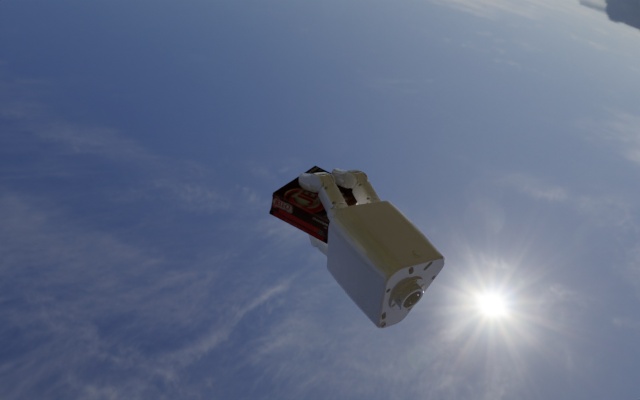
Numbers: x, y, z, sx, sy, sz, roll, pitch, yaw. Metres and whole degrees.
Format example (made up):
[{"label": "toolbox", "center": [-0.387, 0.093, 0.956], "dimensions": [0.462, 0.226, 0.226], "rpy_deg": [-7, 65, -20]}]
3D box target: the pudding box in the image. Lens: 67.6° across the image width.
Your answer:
[{"label": "pudding box", "center": [0.000, 0.002, 0.634], "dimensions": [0.090, 0.039, 0.113], "rpy_deg": [27, 31, 18]}]
